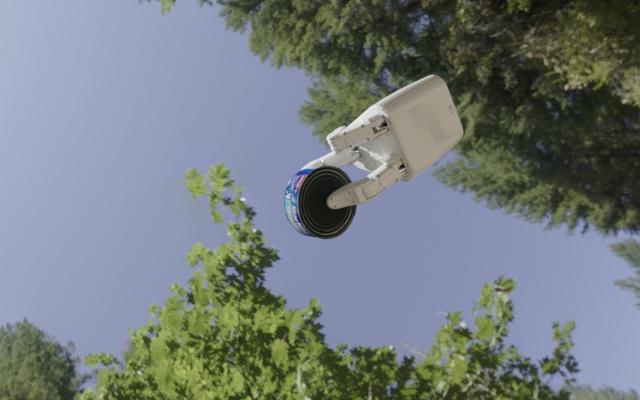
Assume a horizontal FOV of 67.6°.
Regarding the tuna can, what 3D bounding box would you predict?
[{"bbox_3d":[0.000,0.002,0.566,0.086,0.086,0.034,0,2,-36],"label":"tuna can"}]
